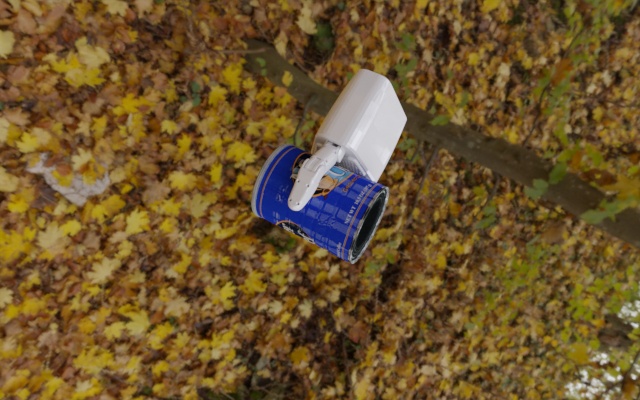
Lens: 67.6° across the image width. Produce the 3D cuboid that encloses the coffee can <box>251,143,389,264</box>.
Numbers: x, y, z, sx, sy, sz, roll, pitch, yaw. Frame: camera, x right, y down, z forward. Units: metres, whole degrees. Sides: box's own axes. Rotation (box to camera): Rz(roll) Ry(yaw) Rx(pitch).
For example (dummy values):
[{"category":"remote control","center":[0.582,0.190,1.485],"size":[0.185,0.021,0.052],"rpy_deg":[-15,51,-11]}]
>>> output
[{"category":"coffee can","center":[0.000,0.002,0.596],"size":[0.140,0.103,0.103],"rpy_deg":[25,8,17]}]
